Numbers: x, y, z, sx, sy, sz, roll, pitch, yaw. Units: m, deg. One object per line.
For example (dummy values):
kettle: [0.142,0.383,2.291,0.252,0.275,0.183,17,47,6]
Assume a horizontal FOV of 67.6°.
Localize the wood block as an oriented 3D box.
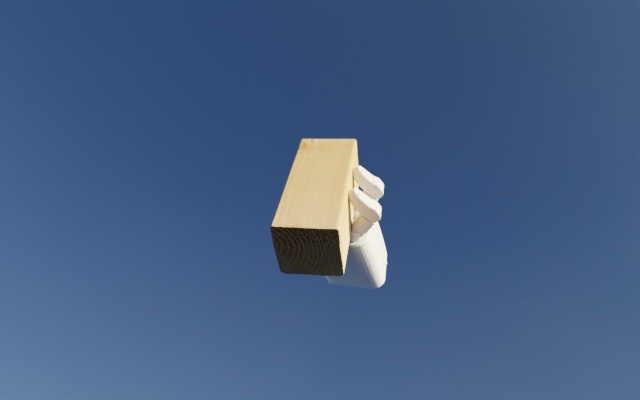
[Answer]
wood block: [0.000,0.003,0.698,0.091,0.090,0.206,1,40,11]
